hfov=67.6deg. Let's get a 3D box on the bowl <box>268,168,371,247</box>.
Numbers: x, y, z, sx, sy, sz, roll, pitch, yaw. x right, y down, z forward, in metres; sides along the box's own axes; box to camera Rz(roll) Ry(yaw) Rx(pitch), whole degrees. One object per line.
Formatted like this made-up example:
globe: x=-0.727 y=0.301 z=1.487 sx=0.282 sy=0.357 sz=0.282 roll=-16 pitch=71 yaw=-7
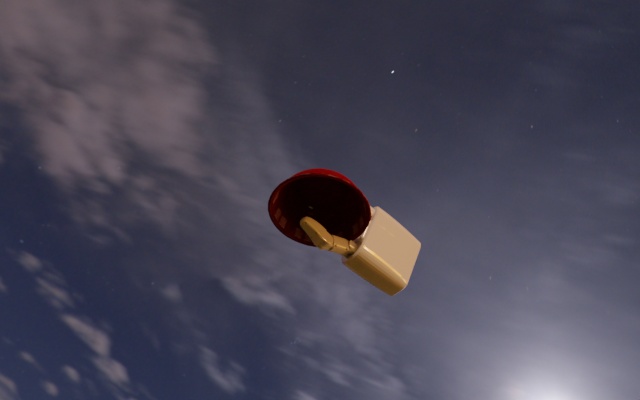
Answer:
bowl: x=-0.001 y=0.001 z=0.759 sx=0.162 sy=0.162 sz=0.055 roll=0 pitch=44 yaw=7
